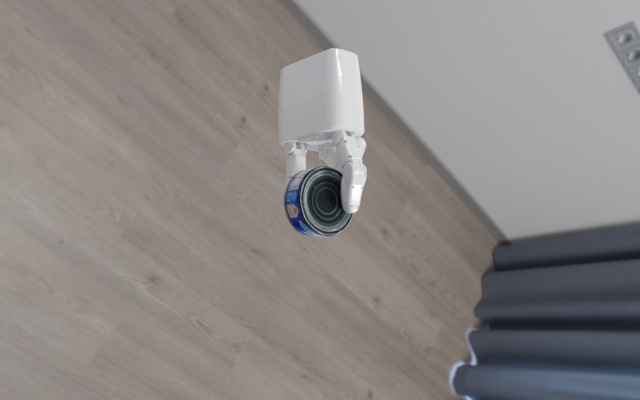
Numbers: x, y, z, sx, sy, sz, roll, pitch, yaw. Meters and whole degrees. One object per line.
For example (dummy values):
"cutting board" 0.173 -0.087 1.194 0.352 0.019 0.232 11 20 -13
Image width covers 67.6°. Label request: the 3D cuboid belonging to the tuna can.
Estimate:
"tuna can" 0.000 0.002 0.580 0.086 0.086 0.034 0 -5 -37
